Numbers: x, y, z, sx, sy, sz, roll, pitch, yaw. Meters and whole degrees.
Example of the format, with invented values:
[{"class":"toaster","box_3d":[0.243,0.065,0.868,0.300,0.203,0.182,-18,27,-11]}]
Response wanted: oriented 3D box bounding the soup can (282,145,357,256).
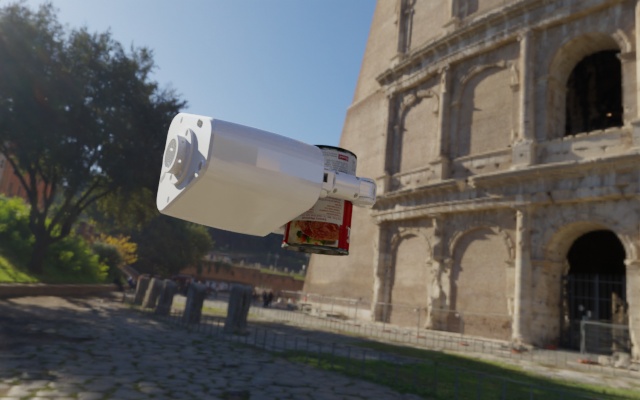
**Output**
[{"class":"soup can","box_3d":[0.001,0.001,0.487,0.068,0.102,0.068,6,-11,1]}]
